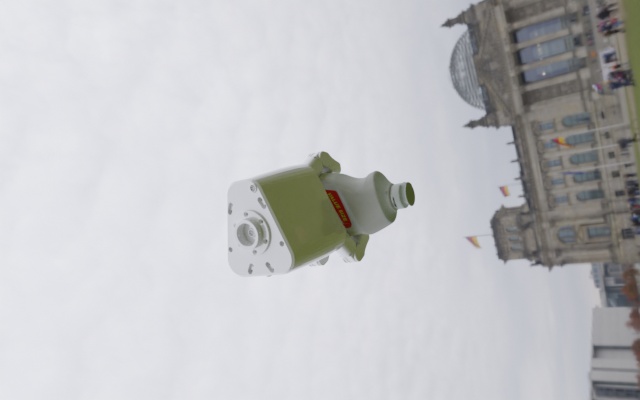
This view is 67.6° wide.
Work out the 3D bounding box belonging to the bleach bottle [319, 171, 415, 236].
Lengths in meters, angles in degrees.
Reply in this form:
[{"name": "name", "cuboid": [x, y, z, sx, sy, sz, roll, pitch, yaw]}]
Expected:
[{"name": "bleach bottle", "cuboid": [0.000, 0.002, 0.628, 0.251, 0.102, 0.068, -10, 4, 33]}]
